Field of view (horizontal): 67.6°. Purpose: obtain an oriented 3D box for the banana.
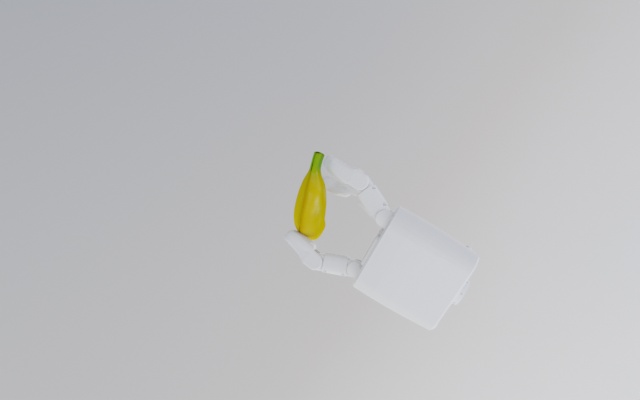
[{"bbox_3d":[-0.008,0.016,0.606,0.037,0.069,0.198,25,-22,8],"label":"banana"}]
